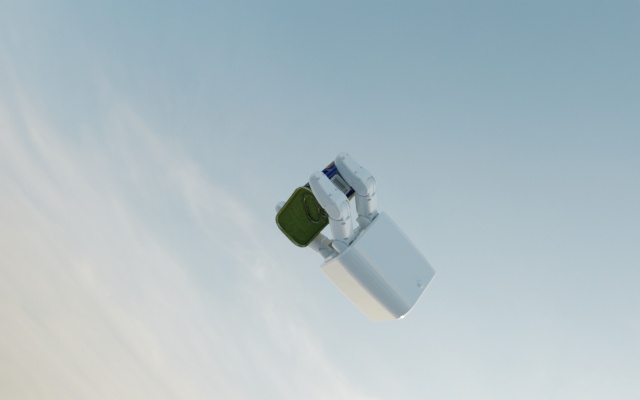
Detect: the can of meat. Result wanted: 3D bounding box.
[{"bbox_3d":[0.000,0.002,0.616,0.084,0.057,0.102,-41,-5,-40],"label":"can of meat"}]
